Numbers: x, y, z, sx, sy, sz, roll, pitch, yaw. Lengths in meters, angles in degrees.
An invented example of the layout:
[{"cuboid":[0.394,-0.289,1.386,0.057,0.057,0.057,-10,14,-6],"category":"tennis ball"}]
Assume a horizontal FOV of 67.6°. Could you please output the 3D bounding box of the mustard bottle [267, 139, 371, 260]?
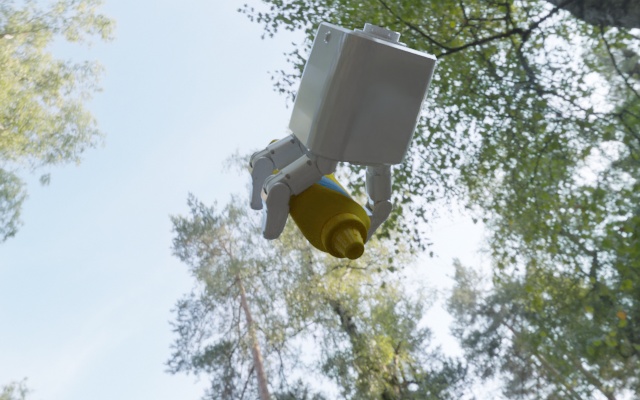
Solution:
[{"cuboid":[0.000,0.002,0.483,0.096,0.058,0.191,34,10,-31],"category":"mustard bottle"}]
